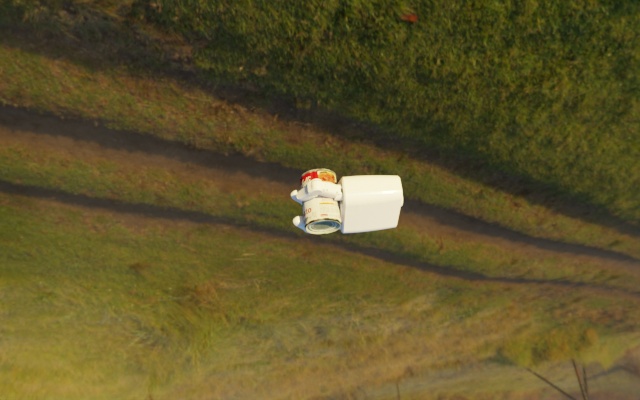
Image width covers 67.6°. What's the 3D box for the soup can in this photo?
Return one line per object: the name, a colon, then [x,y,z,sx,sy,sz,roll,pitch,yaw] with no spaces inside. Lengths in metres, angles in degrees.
soup can: [0.000,0.003,0.873,0.068,0.102,0.068,-5,-25,-2]
